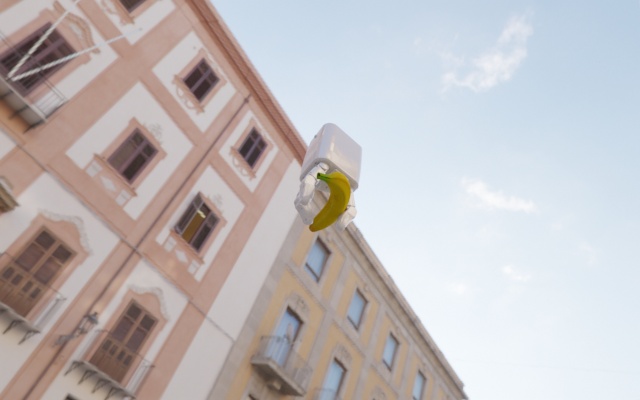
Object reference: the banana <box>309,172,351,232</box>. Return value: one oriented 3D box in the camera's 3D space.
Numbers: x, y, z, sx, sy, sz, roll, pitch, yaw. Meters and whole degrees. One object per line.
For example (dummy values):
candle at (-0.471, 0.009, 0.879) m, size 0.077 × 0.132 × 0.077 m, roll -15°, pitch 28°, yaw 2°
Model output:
banana at (0.019, 0.002, 0.892) m, size 0.069 × 0.037 × 0.198 m, roll 2°, pitch -34°, yaw -4°
